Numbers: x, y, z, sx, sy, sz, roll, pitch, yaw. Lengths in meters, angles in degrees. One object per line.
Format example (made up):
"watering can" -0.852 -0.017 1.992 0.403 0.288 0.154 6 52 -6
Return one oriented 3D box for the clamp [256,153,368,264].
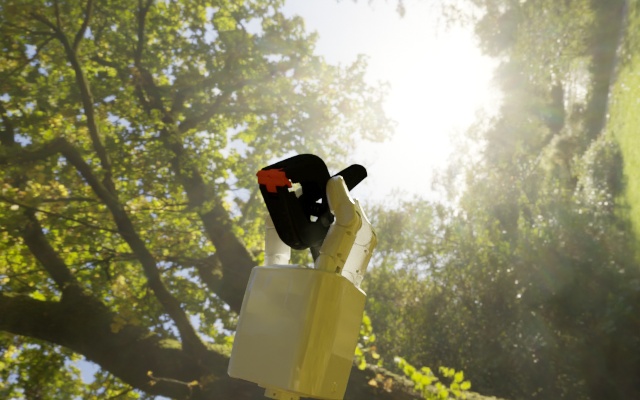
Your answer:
"clamp" -0.001 0.002 0.498 0.036 0.164 0.210 5 -22 25
